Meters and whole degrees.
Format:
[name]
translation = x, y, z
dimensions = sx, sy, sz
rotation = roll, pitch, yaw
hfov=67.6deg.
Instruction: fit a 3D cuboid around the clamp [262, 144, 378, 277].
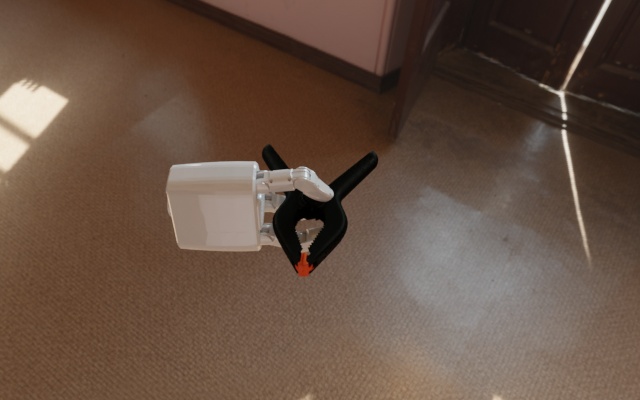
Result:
[clamp]
translation = 0.000, 0.002, 0.623
dimensions = 0.164, 0.209, 0.036
rotation = -2, -40, 1
